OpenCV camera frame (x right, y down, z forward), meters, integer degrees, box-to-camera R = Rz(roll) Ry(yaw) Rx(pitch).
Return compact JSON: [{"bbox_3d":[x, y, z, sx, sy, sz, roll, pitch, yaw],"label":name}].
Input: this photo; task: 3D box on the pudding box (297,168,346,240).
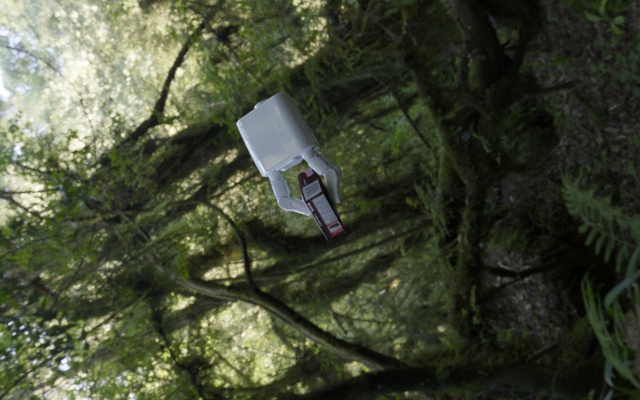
[{"bbox_3d":[0.000,0.003,0.828,0.039,0.090,0.113,-28,27,7],"label":"pudding box"}]
